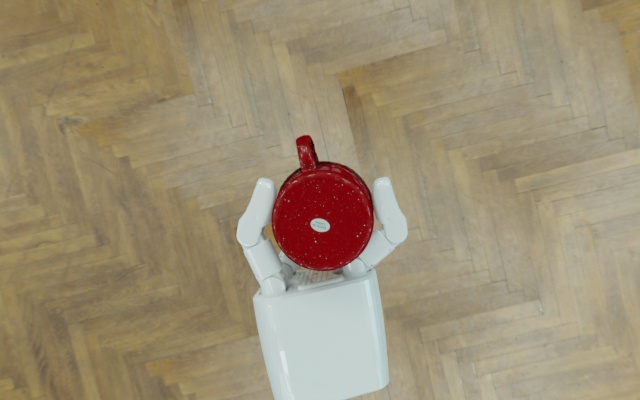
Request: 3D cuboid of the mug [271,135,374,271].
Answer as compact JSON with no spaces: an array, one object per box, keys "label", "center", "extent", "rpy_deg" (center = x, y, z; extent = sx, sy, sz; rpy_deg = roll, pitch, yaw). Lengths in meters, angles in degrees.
[{"label":"mug","center":[0.000,0.000,0.409],"extent":[0.093,0.117,0.081],"rpy_deg":[-12,5,3]}]
